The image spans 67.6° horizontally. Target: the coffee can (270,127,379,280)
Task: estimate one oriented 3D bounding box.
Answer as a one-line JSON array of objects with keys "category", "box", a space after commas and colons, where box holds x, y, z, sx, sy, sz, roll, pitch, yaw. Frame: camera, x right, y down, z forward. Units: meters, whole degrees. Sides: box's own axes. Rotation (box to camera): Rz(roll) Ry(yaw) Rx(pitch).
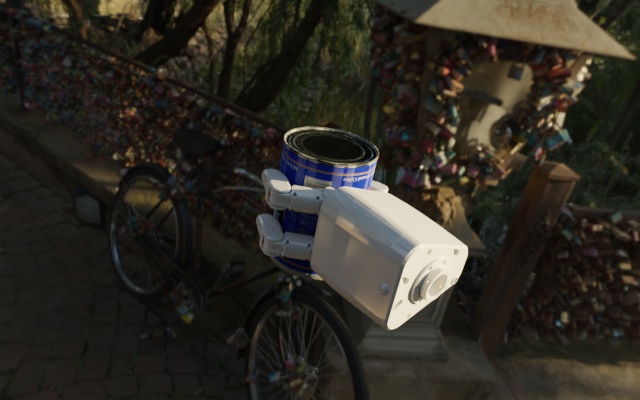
[{"category": "coffee can", "box": [0.000, 0.002, 0.533, 0.103, 0.140, 0.102, 8, 27, -4]}]
